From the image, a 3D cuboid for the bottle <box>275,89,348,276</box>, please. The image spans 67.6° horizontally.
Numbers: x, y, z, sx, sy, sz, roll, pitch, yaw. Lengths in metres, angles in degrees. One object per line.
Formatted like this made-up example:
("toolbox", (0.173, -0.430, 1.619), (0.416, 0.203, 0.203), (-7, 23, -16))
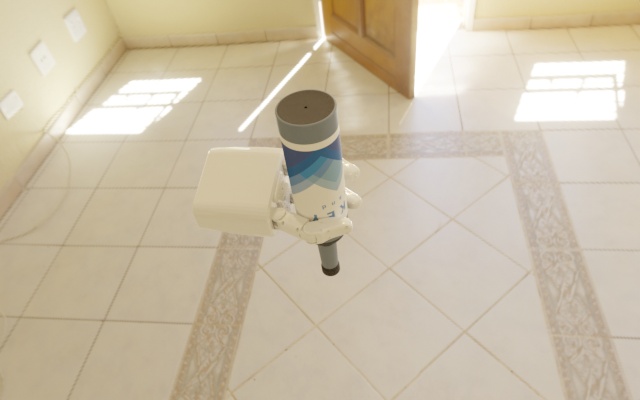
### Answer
("bottle", (0.000, 0.002, 0.609), (0.069, 0.069, 0.296), (0, -43, 8))
